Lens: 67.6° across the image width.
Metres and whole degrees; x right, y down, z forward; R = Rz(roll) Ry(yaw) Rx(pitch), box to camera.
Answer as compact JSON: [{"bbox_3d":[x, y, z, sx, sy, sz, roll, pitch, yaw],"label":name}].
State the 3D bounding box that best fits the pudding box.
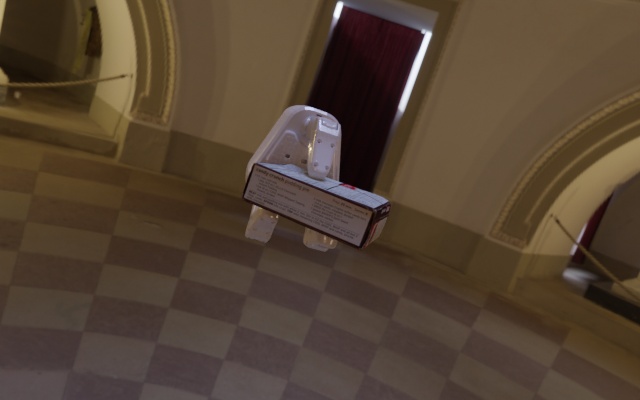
[{"bbox_3d":[0.000,0.001,0.422,0.113,0.039,0.090,20,9,14],"label":"pudding box"}]
